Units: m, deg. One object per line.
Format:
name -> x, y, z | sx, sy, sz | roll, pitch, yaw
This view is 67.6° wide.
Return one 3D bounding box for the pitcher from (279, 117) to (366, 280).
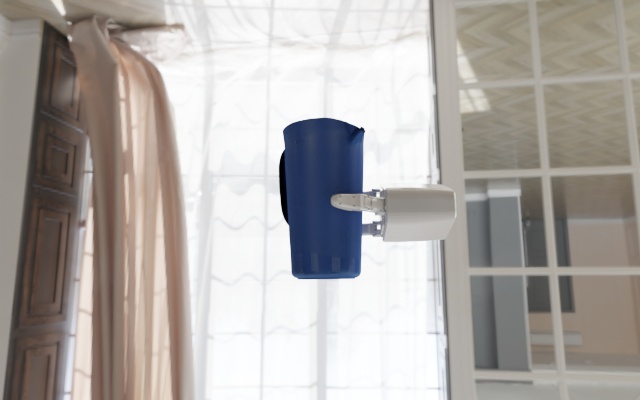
pitcher -> 0.000, 0.002, 0.759 | 0.145, 0.242, 0.149 | -1, -10, 0
